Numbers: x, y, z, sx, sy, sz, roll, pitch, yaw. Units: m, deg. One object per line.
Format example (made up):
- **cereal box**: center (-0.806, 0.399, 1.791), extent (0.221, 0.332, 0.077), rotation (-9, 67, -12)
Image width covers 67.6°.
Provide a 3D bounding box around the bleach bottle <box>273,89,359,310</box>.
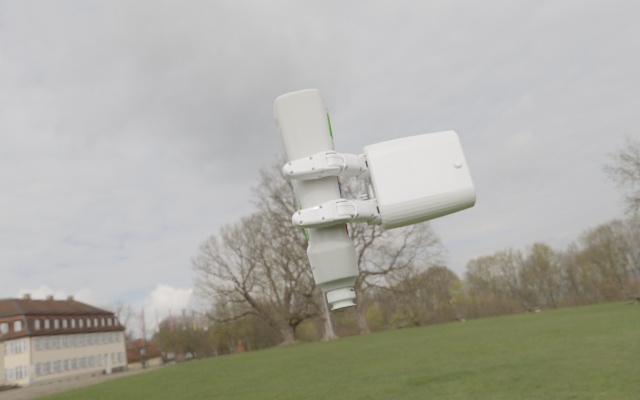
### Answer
- **bleach bottle**: center (0.000, 0.002, 0.564), extent (0.068, 0.250, 0.102), rotation (-12, -16, 0)
